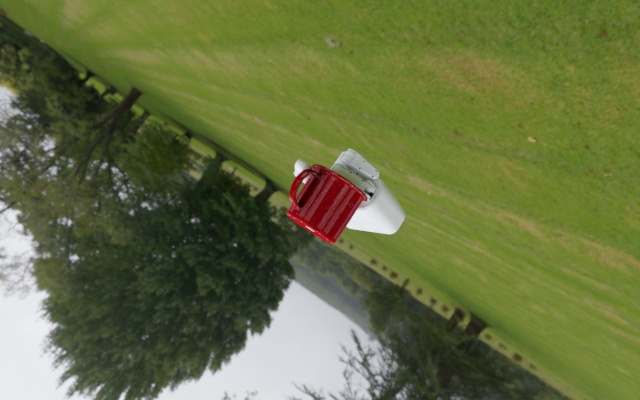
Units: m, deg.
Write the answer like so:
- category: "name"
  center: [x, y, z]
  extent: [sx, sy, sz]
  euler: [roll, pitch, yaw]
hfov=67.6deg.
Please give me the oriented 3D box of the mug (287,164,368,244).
- category: "mug"
  center: [-0.001, 0.002, 0.665]
  extent: [0.093, 0.081, 0.117]
  euler: [27, -9, 43]
